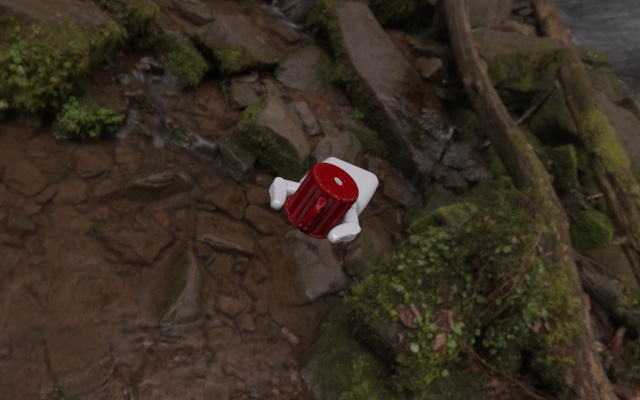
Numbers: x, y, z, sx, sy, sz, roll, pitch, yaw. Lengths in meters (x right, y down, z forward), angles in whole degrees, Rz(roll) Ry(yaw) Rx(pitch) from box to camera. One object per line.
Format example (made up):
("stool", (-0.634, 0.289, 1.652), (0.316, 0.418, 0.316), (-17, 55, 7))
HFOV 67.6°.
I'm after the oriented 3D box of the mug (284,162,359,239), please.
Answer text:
("mug", (0.000, 0.003, 0.706), (0.093, 0.081, 0.117), (38, 34, 2))
